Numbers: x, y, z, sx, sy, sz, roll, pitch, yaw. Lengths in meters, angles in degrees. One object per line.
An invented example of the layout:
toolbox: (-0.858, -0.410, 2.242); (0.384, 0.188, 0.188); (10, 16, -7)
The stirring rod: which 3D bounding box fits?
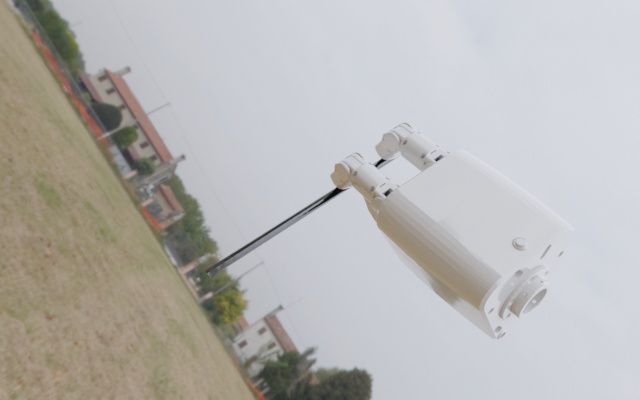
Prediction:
stirring rod: (0.000, 0.002, 0.445); (0.239, 0.011, 0.011); (-33, 10, -16)
